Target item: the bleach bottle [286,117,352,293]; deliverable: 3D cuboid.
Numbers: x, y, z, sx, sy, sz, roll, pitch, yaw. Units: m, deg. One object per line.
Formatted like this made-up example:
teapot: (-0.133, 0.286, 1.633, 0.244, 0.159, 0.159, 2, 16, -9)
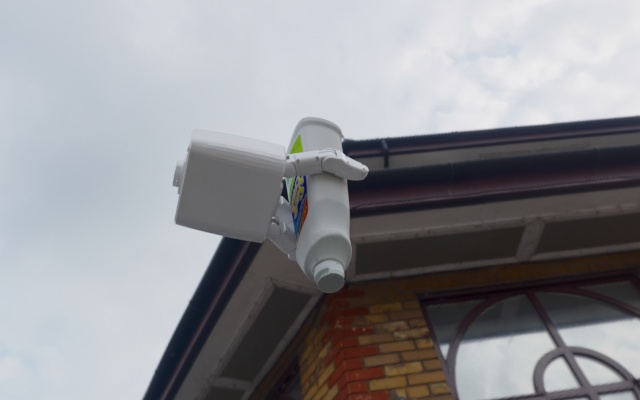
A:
bleach bottle: (0.000, 0.002, 0.575, 0.068, 0.103, 0.250, 13, 34, -17)
